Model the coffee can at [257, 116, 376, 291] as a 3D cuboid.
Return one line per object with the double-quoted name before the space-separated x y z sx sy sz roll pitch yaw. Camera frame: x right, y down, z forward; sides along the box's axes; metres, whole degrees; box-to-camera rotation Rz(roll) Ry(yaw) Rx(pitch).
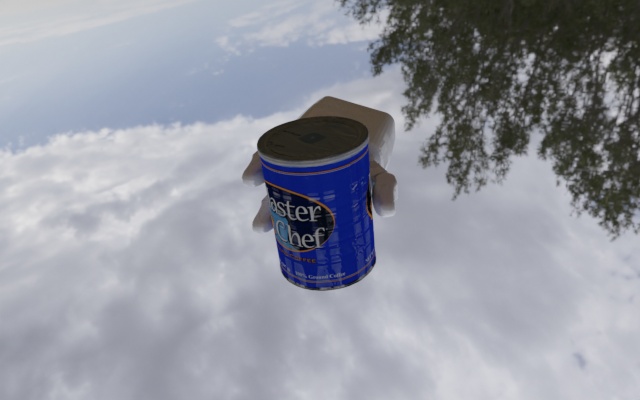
"coffee can" 0.000 0.001 0.468 0.103 0.140 0.102 -5 30 3
